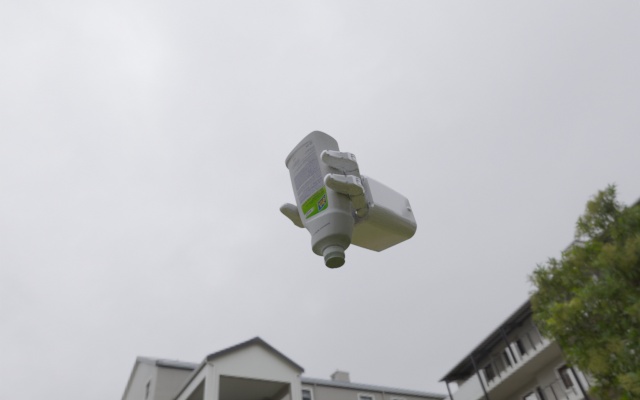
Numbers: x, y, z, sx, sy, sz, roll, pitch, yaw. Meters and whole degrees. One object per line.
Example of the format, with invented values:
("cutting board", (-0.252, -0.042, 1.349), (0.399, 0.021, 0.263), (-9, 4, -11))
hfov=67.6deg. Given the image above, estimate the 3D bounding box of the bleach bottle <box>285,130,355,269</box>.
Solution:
("bleach bottle", (0.000, 0.002, 0.757), (0.068, 0.250, 0.103), (24, -53, -31))
